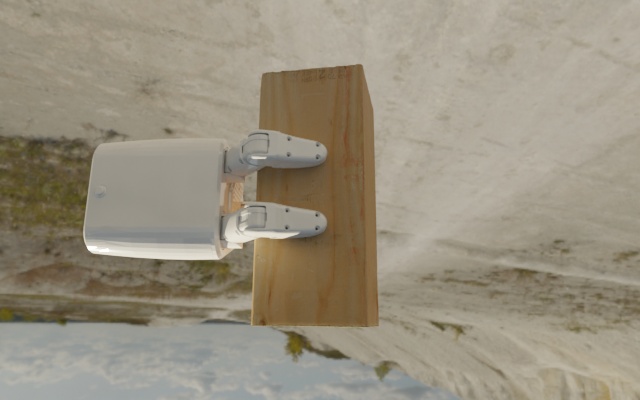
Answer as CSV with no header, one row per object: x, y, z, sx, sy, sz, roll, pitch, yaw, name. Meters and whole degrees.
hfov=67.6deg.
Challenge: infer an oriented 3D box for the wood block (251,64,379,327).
0.000,0.002,0.409,0.090,0.206,0.091,-2,-15,11,wood block
